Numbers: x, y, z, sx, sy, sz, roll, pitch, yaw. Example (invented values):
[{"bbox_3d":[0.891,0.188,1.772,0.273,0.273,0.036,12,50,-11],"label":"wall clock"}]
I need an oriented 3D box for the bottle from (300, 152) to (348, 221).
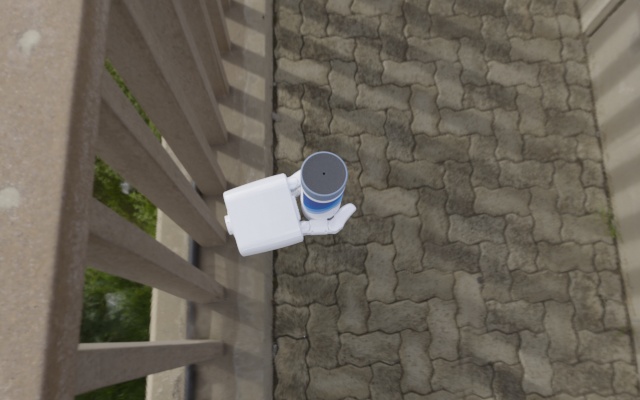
[{"bbox_3d":[0.000,0.003,0.807,0.069,0.069,0.296,0,-16,-2],"label":"bottle"}]
